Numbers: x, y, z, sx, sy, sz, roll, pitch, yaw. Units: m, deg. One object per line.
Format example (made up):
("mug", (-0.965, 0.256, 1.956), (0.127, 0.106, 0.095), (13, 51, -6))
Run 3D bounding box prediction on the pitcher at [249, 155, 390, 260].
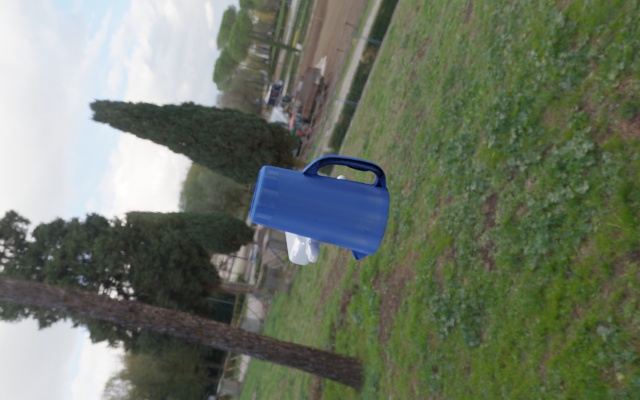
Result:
("pitcher", (0.000, 0.003, 0.884), (0.243, 0.149, 0.145), (13, -31, -9))
